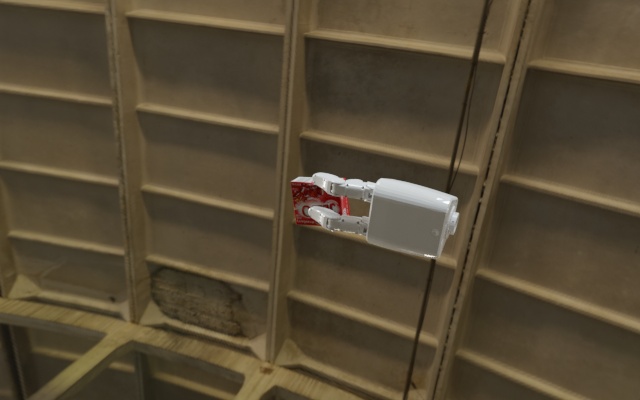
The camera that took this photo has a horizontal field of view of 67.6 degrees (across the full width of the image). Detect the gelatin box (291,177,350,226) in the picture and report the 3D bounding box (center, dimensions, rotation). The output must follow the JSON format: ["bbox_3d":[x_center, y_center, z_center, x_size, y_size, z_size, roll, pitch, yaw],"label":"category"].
[{"bbox_3d":[0.000,0.002,0.750,0.089,0.073,0.030,3,20,29],"label":"gelatin box"}]
